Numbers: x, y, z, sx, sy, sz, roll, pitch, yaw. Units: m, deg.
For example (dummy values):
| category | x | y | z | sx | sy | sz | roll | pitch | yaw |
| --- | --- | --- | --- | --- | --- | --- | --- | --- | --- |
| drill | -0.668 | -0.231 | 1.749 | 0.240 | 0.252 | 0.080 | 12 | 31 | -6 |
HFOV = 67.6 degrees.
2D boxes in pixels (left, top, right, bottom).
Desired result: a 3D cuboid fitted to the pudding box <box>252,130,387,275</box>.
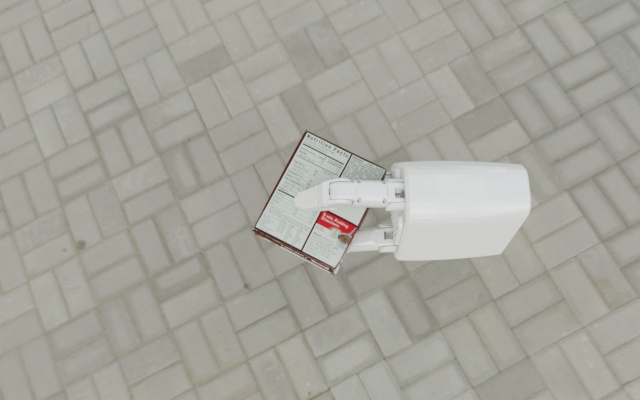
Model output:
| category | x | y | z | sx | sy | sz | roll | pitch | yaw |
| --- | --- | --- | --- | --- | --- | --- | --- | --- | --- |
| pudding box | 0.000 | 0.001 | 0.460 | 0.090 | 0.113 | 0.039 | 27 | -12 | 6 |
